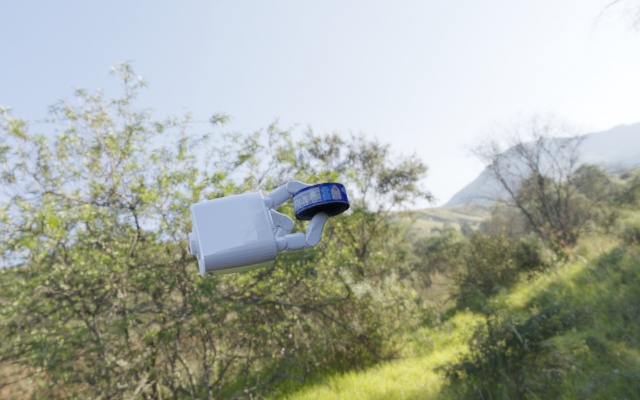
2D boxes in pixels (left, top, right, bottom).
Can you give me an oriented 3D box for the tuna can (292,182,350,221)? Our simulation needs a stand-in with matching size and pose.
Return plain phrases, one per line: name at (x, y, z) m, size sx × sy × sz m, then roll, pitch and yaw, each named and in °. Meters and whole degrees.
tuna can at (0.000, 0.002, 0.732) m, size 0.086 × 0.033 × 0.086 m, roll -11°, pitch -16°, yaw -3°
